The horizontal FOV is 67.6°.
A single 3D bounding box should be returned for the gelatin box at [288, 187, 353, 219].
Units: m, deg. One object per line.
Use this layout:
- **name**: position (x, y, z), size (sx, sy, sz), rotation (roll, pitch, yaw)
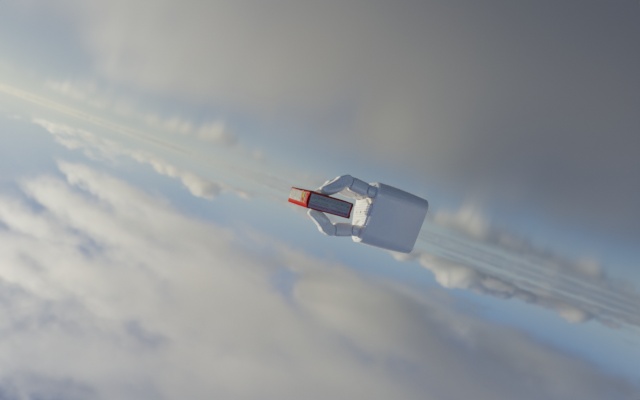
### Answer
- **gelatin box**: position (0.000, 0.003, 0.817), size (0.089, 0.030, 0.073), rotation (14, 2, -29)
